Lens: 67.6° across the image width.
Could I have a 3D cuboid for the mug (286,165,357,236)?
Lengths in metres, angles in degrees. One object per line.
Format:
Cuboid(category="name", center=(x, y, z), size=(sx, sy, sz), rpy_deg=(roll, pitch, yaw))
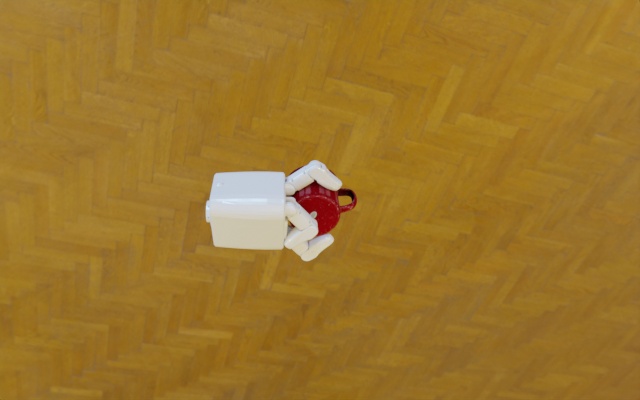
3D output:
Cuboid(category="mug", center=(0.002, 0.003, 0.762), size=(0.117, 0.093, 0.081), rpy_deg=(-1, 34, -4))
